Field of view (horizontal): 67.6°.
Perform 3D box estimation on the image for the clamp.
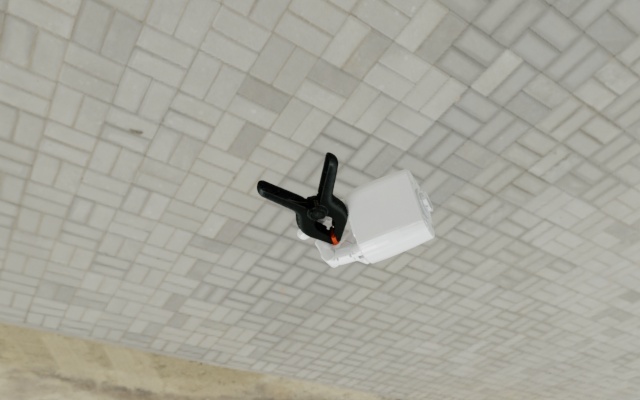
[{"bbox_3d":[0.000,0.003,0.705,0.120,0.039,0.171,-24,-45,20],"label":"clamp"}]
